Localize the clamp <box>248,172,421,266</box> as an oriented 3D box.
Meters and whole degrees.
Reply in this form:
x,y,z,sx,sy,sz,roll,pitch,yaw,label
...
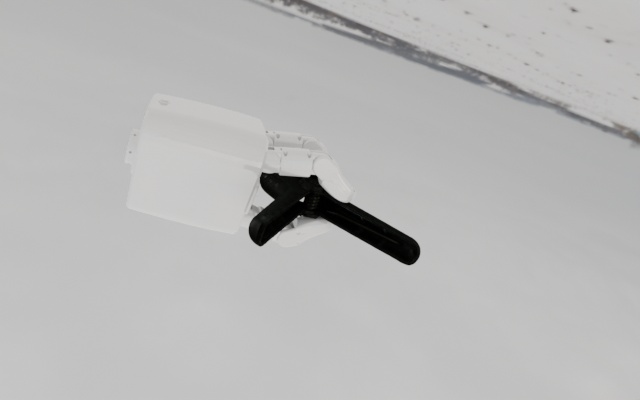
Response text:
x,y,z,sx,sy,sz,roll,pitch,yaw,label
-0.001,0.002,0.492,0.164,0.036,0.210,14,20,-18,clamp
